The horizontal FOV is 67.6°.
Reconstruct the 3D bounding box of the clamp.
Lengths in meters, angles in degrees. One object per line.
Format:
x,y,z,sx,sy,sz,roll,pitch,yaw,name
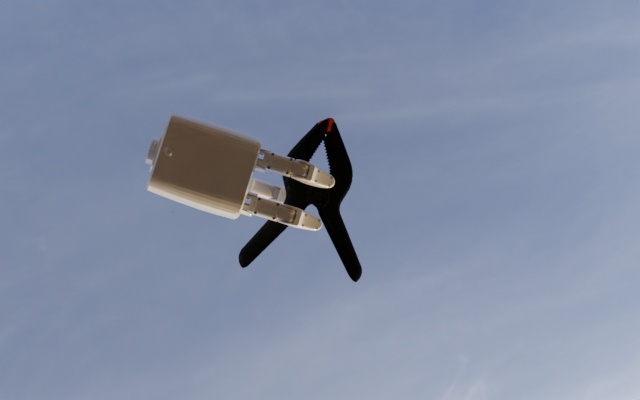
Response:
0.000,0.001,0.613,0.164,0.210,0.036,18,-6,-22,clamp
